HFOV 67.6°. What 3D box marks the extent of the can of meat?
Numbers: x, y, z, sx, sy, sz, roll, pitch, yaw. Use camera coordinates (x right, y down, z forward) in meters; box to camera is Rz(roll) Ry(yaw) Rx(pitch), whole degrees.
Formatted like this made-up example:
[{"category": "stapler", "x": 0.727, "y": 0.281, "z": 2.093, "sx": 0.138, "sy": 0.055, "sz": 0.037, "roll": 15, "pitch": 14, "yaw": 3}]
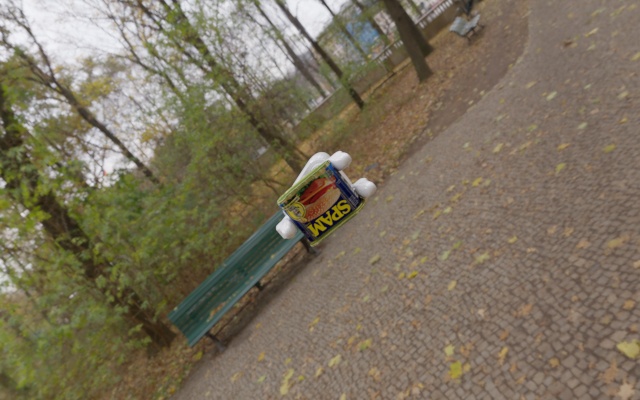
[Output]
[{"category": "can of meat", "x": 0.000, "y": 0.002, "z": 0.694, "sx": 0.102, "sy": 0.084, "sz": 0.057, "roll": -38, "pitch": 9, "yaw": 13}]
